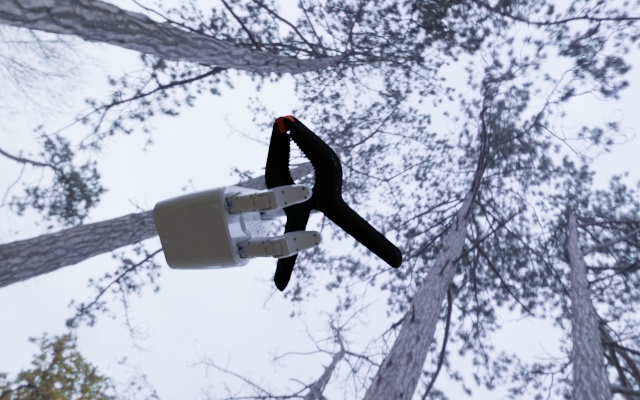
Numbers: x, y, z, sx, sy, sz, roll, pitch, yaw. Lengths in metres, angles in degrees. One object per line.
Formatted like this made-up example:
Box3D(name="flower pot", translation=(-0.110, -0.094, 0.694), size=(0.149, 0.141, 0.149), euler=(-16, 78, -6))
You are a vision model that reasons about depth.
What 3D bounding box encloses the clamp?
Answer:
Box3D(name="clamp", translation=(0.000, 0.001, 0.553), size=(0.164, 0.210, 0.036), euler=(-8, 11, 21))
